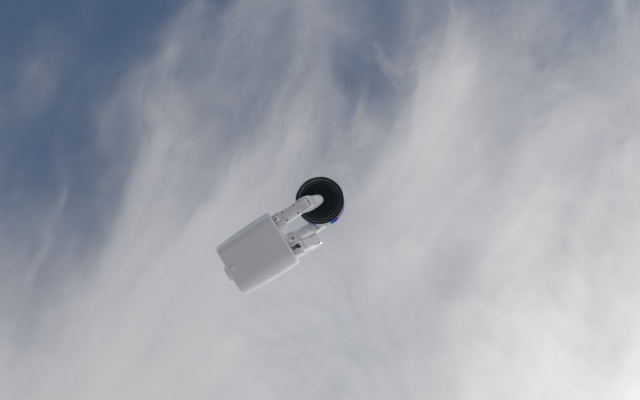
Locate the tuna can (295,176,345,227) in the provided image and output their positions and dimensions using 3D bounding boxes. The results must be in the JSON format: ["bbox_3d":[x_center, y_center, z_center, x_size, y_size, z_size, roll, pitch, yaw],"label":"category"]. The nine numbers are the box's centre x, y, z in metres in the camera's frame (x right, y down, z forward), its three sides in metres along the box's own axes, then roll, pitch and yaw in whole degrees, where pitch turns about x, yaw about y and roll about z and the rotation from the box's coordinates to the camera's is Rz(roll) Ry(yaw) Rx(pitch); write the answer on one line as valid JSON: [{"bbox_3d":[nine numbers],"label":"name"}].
[{"bbox_3d":[0.000,0.003,0.848,0.086,0.086,0.034,0,-12,7],"label":"tuna can"}]
